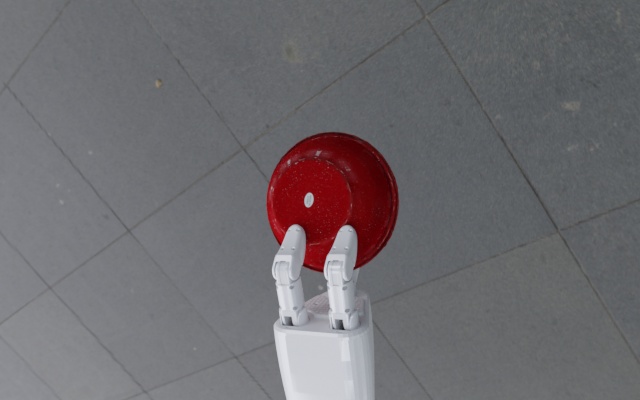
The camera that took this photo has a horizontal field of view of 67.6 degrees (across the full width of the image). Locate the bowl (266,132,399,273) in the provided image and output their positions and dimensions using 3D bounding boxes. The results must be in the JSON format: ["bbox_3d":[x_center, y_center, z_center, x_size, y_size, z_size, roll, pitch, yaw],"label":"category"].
[{"bbox_3d":[0.000,0.000,0.519,0.162,0.162,0.055,0,-2,23],"label":"bowl"}]
